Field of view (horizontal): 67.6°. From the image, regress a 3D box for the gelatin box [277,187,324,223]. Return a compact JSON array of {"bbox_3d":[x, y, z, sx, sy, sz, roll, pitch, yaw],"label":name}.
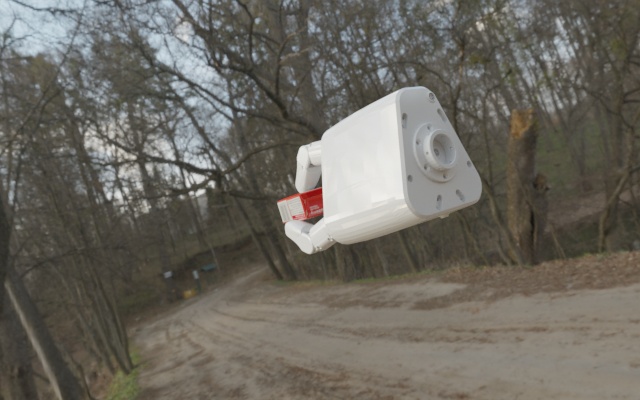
[{"bbox_3d":[0.000,0.001,0.536,0.073,0.030,0.089,-16,0,-22],"label":"gelatin box"}]
